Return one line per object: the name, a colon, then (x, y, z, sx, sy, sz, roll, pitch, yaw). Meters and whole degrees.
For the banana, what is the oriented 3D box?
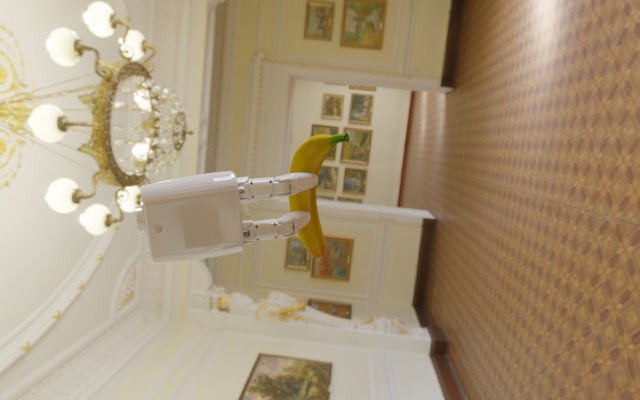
banana: (-0.013, -0.010, 0.630, 0.069, 0.198, 0.037, 33, 42, 29)
